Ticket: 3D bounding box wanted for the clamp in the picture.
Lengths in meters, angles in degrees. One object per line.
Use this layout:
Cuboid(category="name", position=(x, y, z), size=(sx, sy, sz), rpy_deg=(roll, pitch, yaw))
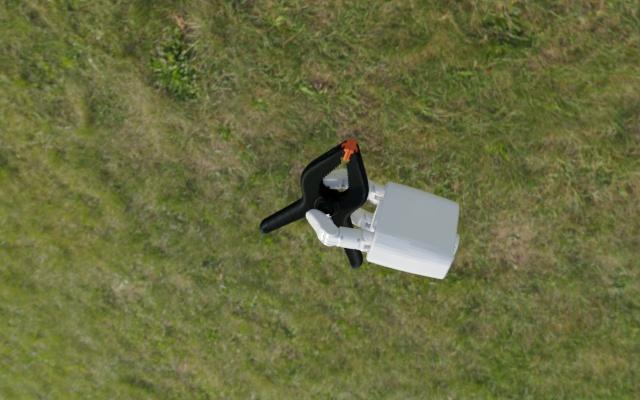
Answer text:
Cuboid(category="clamp", position=(0.000, 0.002, 0.669), size=(0.164, 0.210, 0.036), rpy_deg=(15, 39, 3))
